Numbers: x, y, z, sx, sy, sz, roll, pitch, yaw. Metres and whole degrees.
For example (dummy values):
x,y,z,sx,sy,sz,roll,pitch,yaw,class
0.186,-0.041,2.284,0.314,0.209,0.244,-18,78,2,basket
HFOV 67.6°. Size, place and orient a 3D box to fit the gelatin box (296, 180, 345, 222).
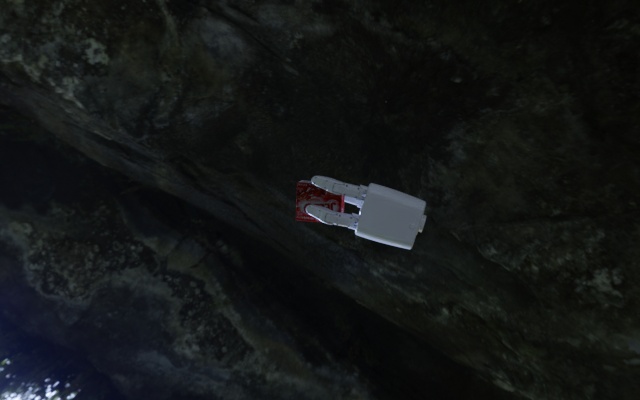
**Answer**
x,y,z,sx,sy,sz,roll,pitch,yaw,class
0.000,0.003,0.889,0.089,0.073,0.030,5,10,16,gelatin box
